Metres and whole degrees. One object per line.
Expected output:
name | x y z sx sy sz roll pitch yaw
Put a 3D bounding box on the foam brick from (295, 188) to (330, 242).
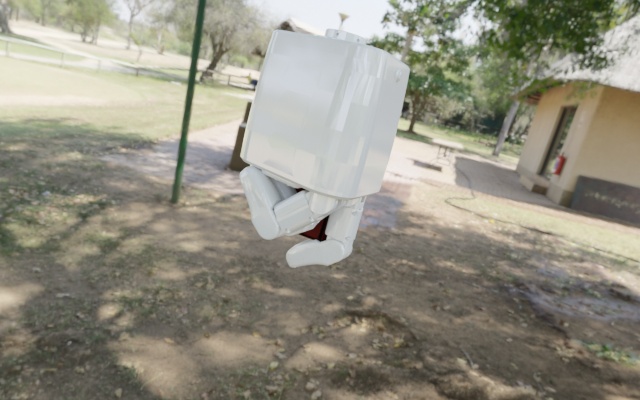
foam brick | 0.000 0.001 0.446 0.053 0.051 0.078 19 13 21
